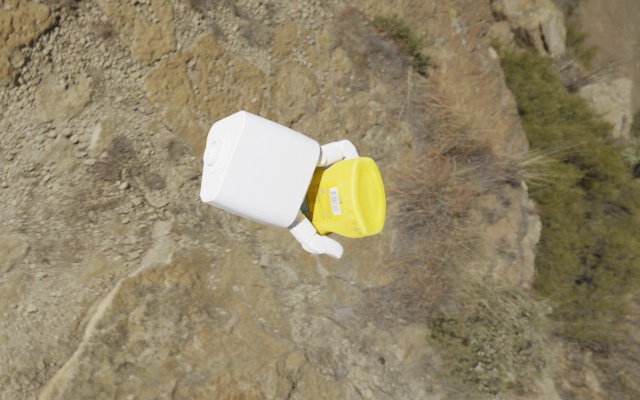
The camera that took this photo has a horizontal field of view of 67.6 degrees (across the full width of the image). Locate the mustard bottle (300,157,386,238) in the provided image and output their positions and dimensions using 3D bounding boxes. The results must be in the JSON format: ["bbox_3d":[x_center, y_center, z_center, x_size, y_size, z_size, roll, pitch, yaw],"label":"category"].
[{"bbox_3d":[0.001,0.002,0.639,0.058,0.096,0.191,-11,2,-38],"label":"mustard bottle"}]
